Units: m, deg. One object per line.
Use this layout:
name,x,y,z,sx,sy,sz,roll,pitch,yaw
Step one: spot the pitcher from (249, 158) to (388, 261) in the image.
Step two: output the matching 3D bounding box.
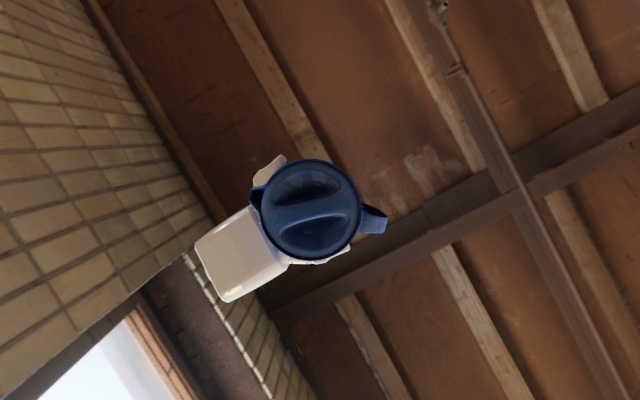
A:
pitcher,0.000,0.002,0.724,0.145,0.149,0.243,-33,5,6
